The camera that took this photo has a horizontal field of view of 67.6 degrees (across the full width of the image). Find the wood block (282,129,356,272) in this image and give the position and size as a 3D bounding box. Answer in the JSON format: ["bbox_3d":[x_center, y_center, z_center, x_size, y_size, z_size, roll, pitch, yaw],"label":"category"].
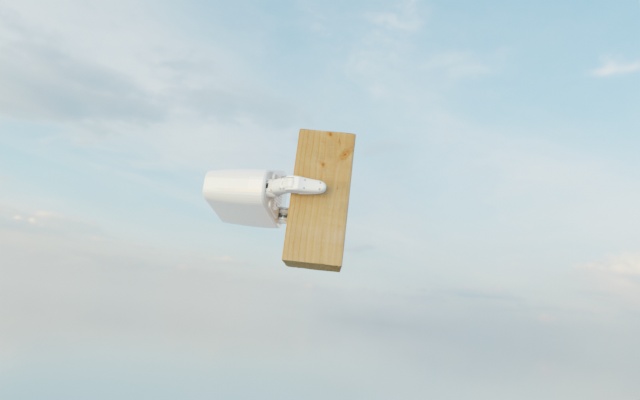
[{"bbox_3d":[0.000,0.002,0.753,0.090,0.206,0.091,6,-13,3],"label":"wood block"}]
